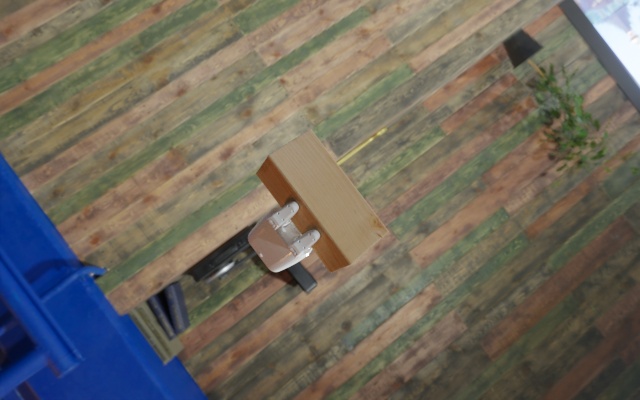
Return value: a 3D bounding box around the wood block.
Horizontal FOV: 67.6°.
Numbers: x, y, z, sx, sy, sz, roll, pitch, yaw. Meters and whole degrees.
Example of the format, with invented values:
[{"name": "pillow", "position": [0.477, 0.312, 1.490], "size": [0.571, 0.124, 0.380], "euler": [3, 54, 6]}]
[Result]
[{"name": "wood block", "position": [0.000, 0.003, 0.773], "size": [0.090, 0.206, 0.090], "euler": [-37, -1, -27]}]
